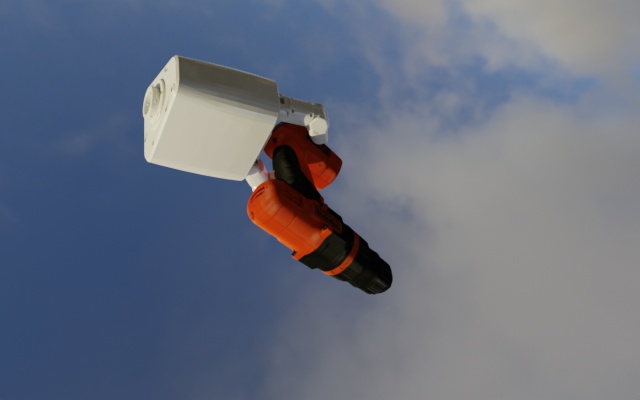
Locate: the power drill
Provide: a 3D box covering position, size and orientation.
[{"bbox_3d":[0.000,0.001,0.525,0.184,0.057,0.187,39,22,-30],"label":"power drill"}]
